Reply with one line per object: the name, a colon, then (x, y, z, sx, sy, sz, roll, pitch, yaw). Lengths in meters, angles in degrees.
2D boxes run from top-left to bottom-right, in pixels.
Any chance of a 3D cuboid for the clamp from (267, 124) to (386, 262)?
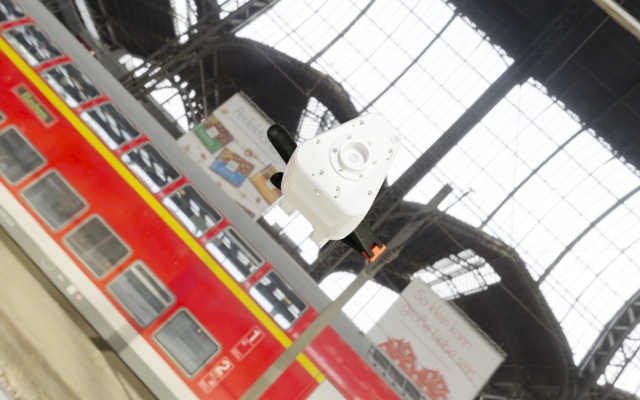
clamp: (0.001, 0.002, 0.653, 0.036, 0.210, 0.164, -43, -5, -16)
